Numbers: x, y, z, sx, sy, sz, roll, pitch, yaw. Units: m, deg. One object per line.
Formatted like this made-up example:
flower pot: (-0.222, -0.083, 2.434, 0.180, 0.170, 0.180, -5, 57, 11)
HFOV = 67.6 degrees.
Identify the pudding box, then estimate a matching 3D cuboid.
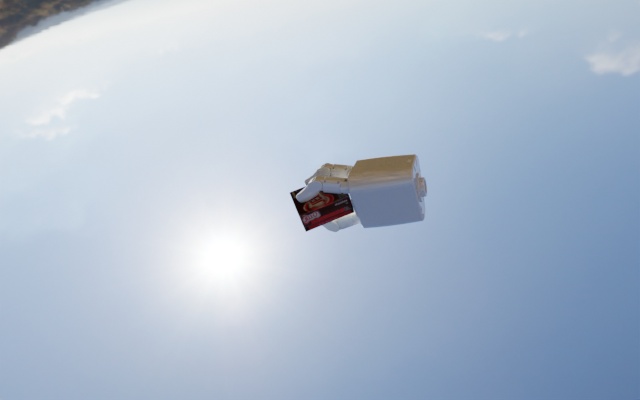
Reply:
pudding box: (0.000, 0.003, 0.834, 0.090, 0.039, 0.113, -21, 22, -4)
